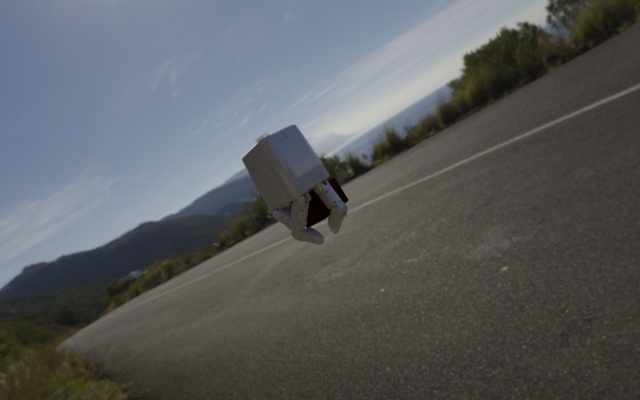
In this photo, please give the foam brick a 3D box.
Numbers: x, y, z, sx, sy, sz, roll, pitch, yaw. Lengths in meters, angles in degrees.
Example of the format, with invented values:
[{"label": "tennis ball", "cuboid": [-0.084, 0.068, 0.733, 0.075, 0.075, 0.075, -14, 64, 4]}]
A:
[{"label": "foam brick", "cuboid": [0.000, 0.003, 0.826, 0.053, 0.051, 0.078, -29, 4, 44]}]
